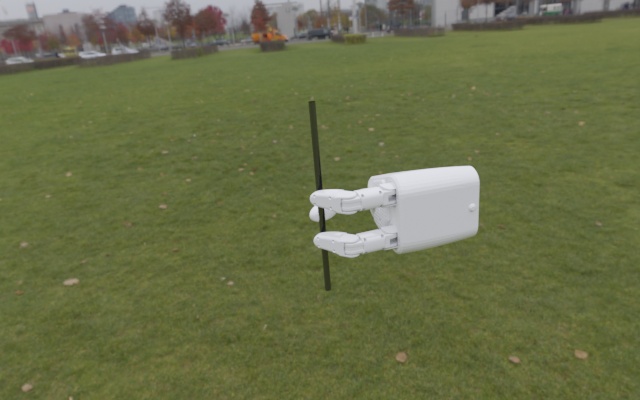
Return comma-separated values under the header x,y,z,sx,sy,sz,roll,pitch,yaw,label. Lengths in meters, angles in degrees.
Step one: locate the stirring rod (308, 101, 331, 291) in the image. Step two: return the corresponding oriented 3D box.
x,y,z,sx,sy,sz,roll,pitch,yaw,label
0.000,0.002,0.577,0.011,0.240,0.011,-4,20,2,stirring rod
